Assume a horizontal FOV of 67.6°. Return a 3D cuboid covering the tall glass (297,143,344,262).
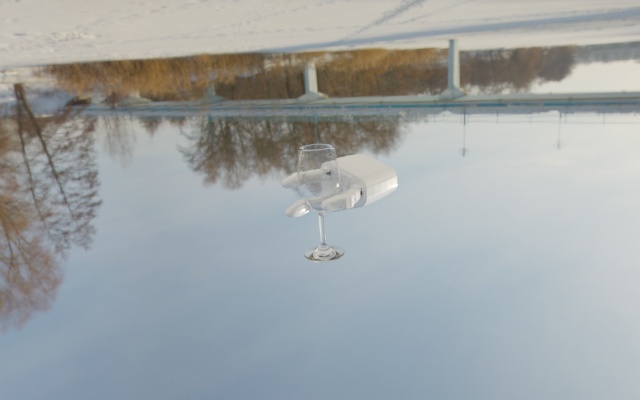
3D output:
[{"bbox_3d":[0.000,0.003,0.847,0.079,0.201,0.079,-4,17,1],"label":"tall glass"}]
